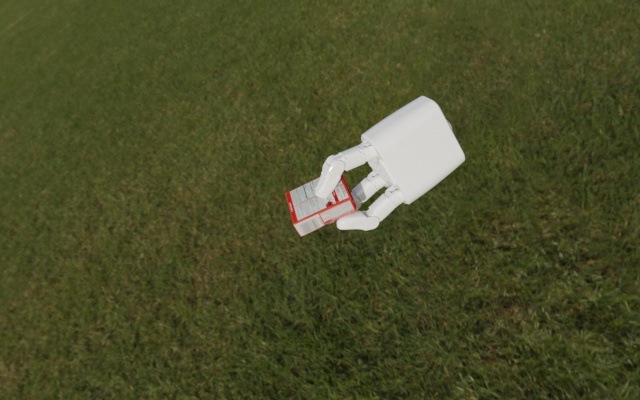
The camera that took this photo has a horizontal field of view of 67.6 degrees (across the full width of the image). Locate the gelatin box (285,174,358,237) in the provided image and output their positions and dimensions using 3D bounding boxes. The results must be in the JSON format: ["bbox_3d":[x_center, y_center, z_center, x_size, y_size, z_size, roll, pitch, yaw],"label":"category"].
[{"bbox_3d":[0.000,0.002,0.673,0.089,0.030,0.073,-25,39,4],"label":"gelatin box"}]
